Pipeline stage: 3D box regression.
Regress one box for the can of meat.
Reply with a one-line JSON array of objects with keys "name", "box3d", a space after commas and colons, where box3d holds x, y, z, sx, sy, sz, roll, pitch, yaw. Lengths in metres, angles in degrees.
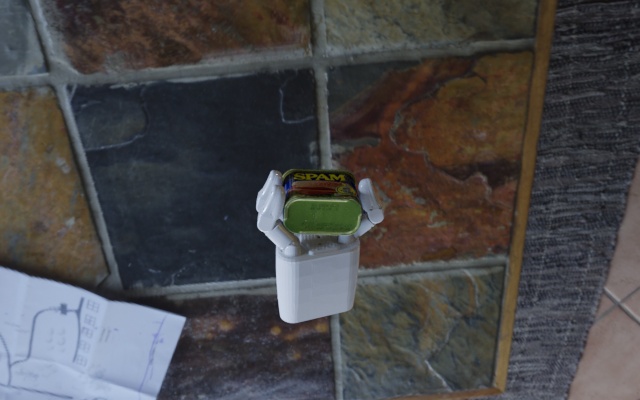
[{"name": "can of meat", "box3d": [0.000, 0.002, 0.614, 0.102, 0.057, 0.084, 1, 27, -5]}]
